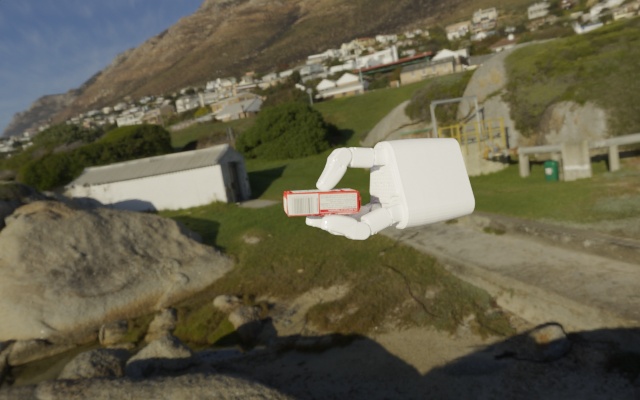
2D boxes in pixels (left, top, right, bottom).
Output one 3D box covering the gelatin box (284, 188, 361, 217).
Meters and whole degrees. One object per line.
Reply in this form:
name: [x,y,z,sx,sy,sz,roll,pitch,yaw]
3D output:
gelatin box: [0.000,0.002,0.596,0.089,0.030,0.073,-2,4,-7]
